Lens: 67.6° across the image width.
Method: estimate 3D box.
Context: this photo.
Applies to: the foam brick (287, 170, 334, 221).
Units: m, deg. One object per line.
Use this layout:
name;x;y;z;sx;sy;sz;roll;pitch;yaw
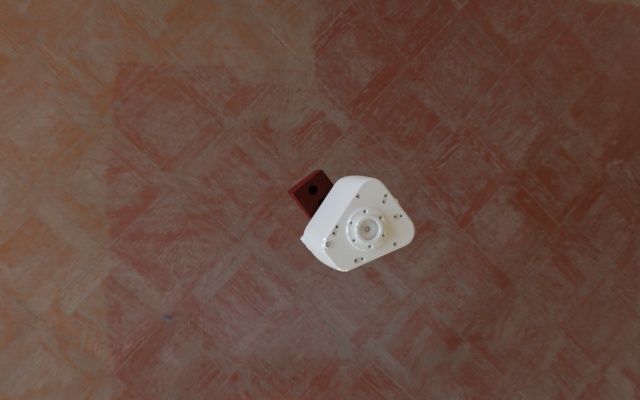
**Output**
foam brick;0.000;0.002;0.663;0.053;0.078;0.051;-40;8;-7
